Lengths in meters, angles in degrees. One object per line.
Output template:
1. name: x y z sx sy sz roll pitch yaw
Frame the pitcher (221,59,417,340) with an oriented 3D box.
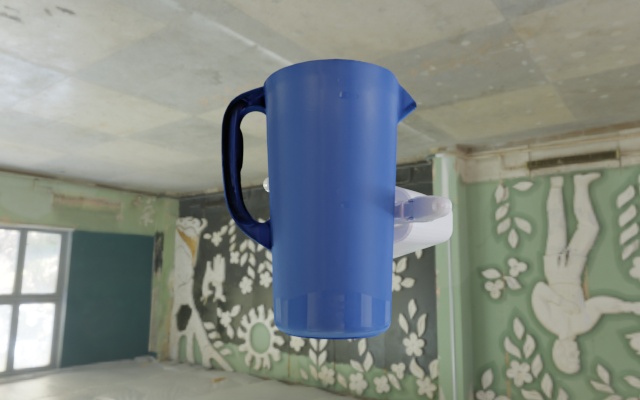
1. pitcher: 0.000 0.002 0.456 0.149 0.243 0.145 -6 -10 41
